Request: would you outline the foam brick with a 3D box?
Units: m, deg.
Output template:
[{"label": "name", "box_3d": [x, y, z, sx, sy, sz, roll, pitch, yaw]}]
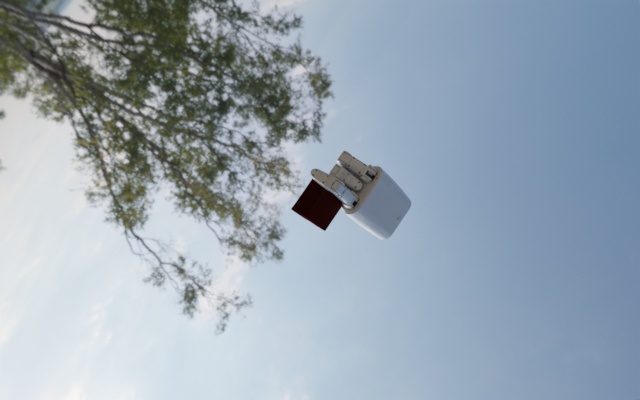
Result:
[{"label": "foam brick", "box_3d": [0.000, 0.003, 0.812, 0.051, 0.078, 0.053, 39, -6, -36]}]
